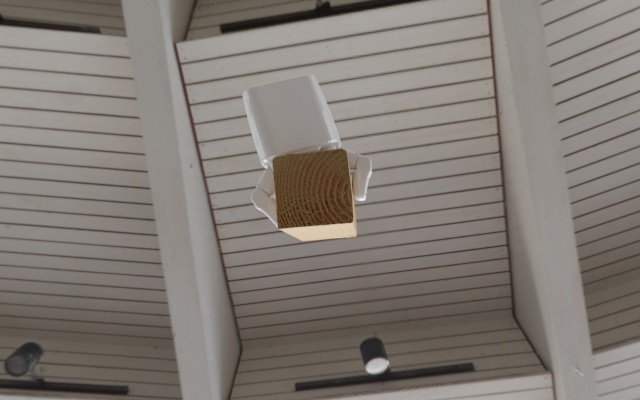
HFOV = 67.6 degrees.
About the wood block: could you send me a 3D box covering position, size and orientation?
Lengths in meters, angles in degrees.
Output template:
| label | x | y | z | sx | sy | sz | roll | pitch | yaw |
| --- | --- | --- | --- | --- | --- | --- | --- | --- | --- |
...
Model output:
| label | x | y | z | sx | sy | sz | roll | pitch | yaw |
| --- | --- | --- | --- | --- | --- | --- | --- | --- | --- |
| wood block | 0.000 | 0.002 | 0.653 | 0.091 | 0.090 | 0.206 | -6 | -9 | 5 |
